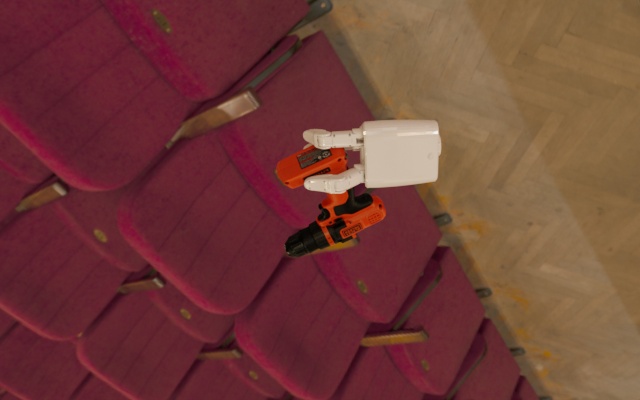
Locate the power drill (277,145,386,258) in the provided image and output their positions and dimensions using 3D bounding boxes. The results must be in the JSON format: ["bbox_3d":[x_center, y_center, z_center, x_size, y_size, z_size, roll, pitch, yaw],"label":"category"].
[{"bbox_3d":[0.000,0.002,0.766,0.184,0.057,0.188,-27,-45,1],"label":"power drill"}]
